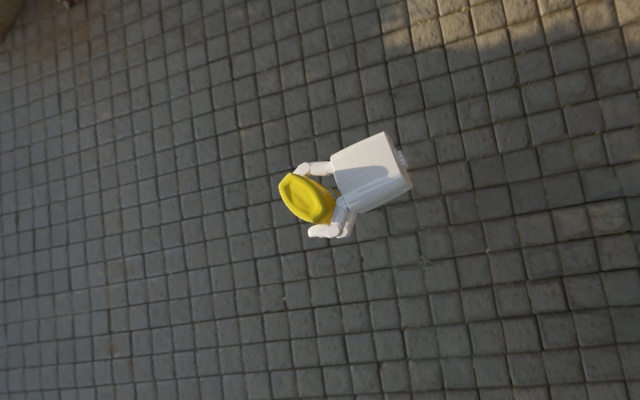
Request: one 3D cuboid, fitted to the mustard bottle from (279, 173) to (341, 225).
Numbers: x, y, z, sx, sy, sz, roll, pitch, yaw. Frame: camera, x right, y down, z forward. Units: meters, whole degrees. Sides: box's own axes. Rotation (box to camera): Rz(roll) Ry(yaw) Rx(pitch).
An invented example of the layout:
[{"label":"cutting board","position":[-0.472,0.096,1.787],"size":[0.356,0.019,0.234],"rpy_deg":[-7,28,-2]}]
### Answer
[{"label":"mustard bottle","position":[0.000,0.003,0.870],"size":[0.096,0.058,0.191],"rpy_deg":[44,10,18]}]
